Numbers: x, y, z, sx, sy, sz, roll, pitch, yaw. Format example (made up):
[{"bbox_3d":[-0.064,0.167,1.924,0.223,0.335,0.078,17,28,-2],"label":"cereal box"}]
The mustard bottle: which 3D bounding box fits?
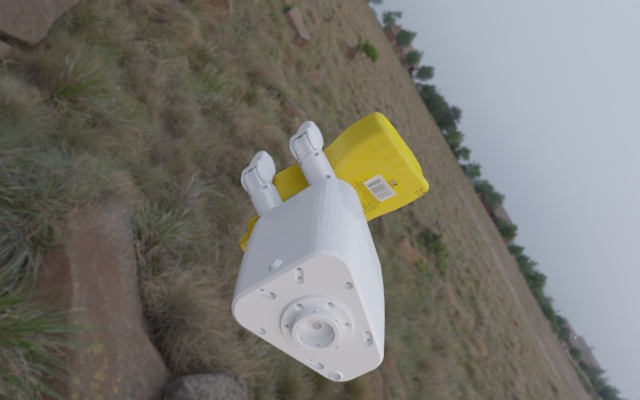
[{"bbox_3d":[0.000,0.001,0.461,0.192,0.058,0.096,-31,-46,18],"label":"mustard bottle"}]
